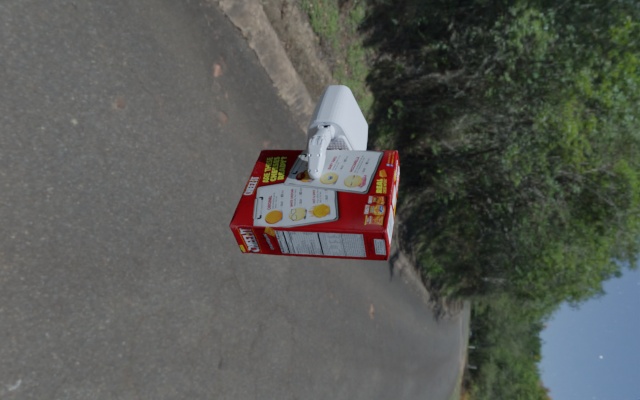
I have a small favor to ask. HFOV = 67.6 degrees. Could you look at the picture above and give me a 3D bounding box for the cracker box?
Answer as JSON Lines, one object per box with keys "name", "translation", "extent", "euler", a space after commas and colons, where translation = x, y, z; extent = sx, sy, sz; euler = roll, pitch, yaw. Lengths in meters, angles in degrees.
{"name": "cracker box", "translation": [0.000, 0.002, 0.688], "extent": [0.213, 0.072, 0.164], "euler": [1, 45, 15]}
